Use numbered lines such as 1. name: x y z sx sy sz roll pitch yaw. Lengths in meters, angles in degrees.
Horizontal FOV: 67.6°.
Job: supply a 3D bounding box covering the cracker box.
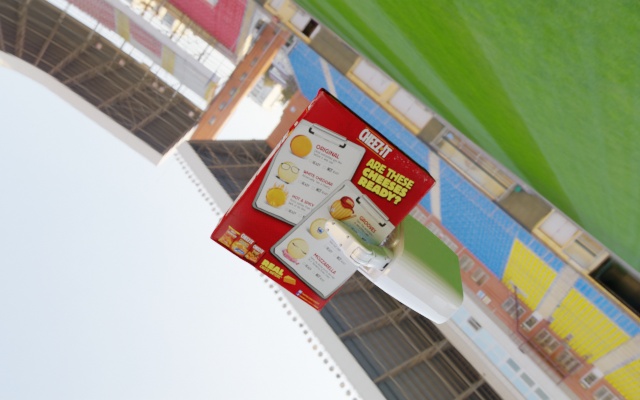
1. cracker box: 0.000 0.002 0.567 0.164 0.214 0.072 36 15 -13
